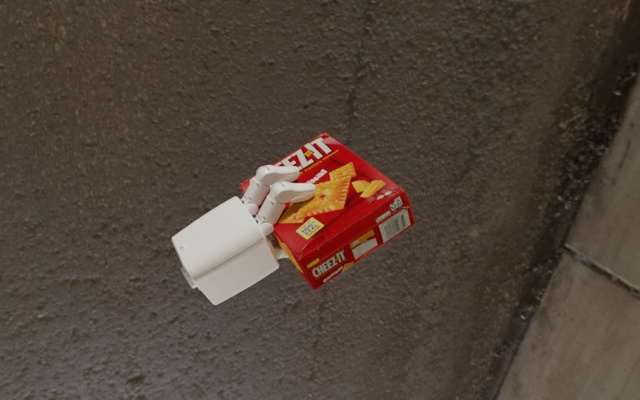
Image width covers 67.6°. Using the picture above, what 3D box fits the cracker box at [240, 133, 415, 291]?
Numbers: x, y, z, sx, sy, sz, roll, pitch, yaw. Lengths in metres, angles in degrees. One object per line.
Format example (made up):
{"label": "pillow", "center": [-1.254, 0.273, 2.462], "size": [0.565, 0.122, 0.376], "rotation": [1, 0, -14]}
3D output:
{"label": "cracker box", "center": [0.000, 0.002, 0.673], "size": [0.164, 0.072, 0.213], "rotation": [-32, 40, -11]}
